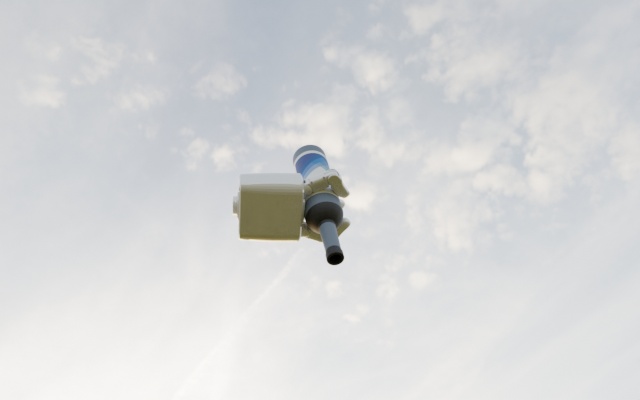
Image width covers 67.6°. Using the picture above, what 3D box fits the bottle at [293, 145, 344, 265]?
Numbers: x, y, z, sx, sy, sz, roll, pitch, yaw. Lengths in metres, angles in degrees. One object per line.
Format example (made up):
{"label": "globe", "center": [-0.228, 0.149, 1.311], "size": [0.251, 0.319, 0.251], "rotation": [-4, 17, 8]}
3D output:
{"label": "bottle", "center": [0.000, 0.003, 0.835], "size": [0.069, 0.069, 0.295], "rotation": [0, 36, -11]}
